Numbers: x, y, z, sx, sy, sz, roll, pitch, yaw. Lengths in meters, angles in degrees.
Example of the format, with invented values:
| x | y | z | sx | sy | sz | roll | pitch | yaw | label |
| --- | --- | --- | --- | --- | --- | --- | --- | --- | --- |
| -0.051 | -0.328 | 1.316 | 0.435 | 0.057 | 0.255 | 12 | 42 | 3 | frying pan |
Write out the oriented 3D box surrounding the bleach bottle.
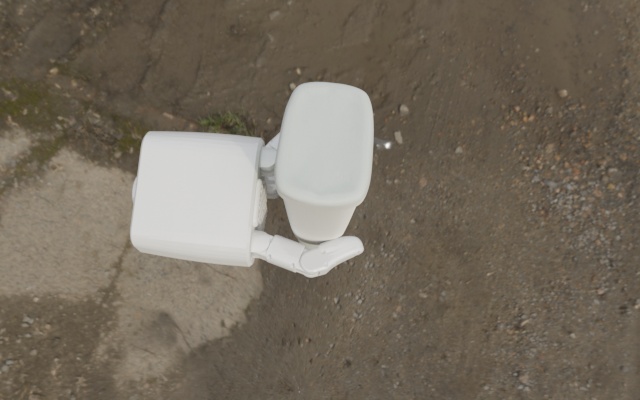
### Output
| x | y | z | sx | sy | sz | roll | pitch | yaw | label |
| --- | --- | --- | --- | --- | --- | --- | --- | --- | --- |
| 0.000 | 0.001 | 0.448 | 0.068 | 0.102 | 0.251 | 7 | -22 | 1 | bleach bottle |
